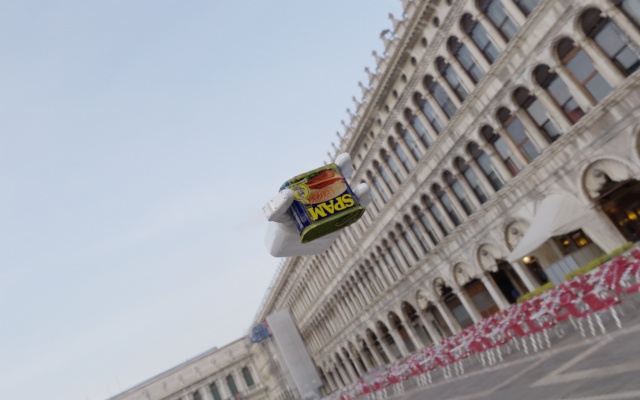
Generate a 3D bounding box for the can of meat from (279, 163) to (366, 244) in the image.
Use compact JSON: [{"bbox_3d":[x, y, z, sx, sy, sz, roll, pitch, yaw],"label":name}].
[{"bbox_3d":[0.000,0.002,0.693,0.102,0.084,0.057,-21,-21,-21],"label":"can of meat"}]
